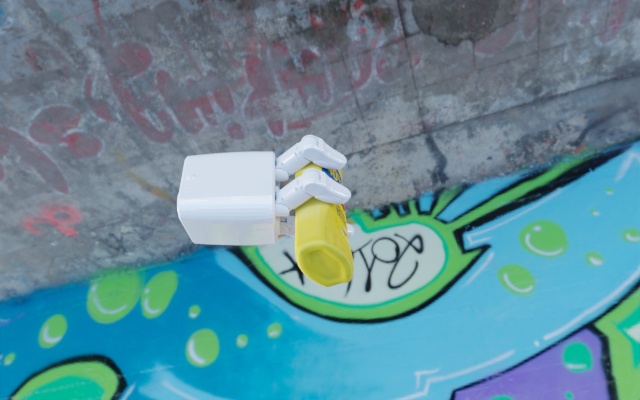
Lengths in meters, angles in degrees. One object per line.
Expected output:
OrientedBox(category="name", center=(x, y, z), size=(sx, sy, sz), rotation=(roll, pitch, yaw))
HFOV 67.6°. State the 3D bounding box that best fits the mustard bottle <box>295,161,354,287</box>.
OrientedBox(category="mustard bottle", center=(0.000, 0.002, 0.585), size=(0.058, 0.191, 0.096), rotation=(-18, -42, 15))
